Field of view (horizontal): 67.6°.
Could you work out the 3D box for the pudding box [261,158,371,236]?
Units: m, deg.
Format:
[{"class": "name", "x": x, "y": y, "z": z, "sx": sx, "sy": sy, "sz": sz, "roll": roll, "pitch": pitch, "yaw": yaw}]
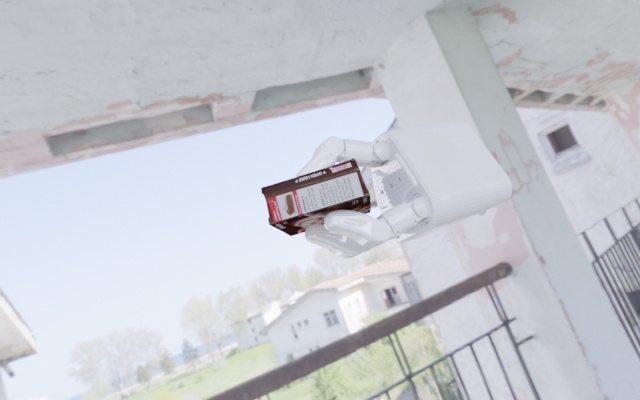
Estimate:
[{"class": "pudding box", "x": 0.000, "y": 0.001, "z": 0.454, "sx": 0.090, "sy": 0.039, "sz": 0.113, "roll": -18, "pitch": -13, "yaw": 3}]
